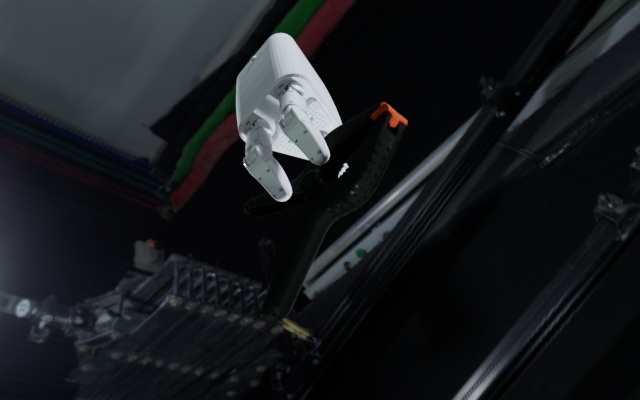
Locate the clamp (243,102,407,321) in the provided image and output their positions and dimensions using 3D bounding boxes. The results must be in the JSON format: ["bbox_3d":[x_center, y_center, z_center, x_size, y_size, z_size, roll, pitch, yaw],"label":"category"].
[{"bbox_3d":[0.001,0.001,0.445,0.036,0.164,0.210,29,-59,-34],"label":"clamp"}]
